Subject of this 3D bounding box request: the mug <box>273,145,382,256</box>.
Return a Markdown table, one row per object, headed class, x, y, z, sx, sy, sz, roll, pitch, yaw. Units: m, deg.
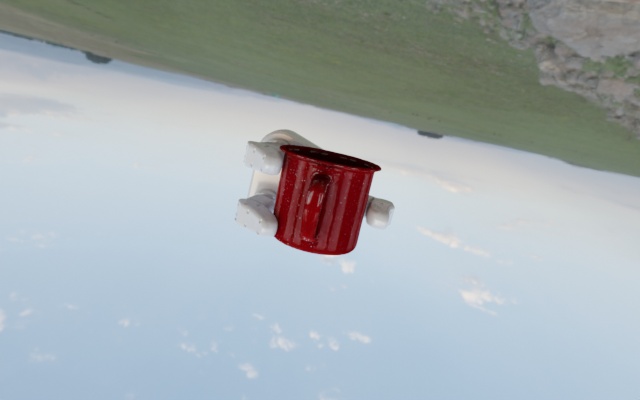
| class | x | y | z | sx | sy | sz | roll | pitch | yaw |
| --- | --- | --- | --- | --- | --- | --- | --- | --- | --- |
| mug | 0.000 | 0.002 | 0.422 | 0.093 | 0.081 | 0.117 | 13 | 12 | 2 |
